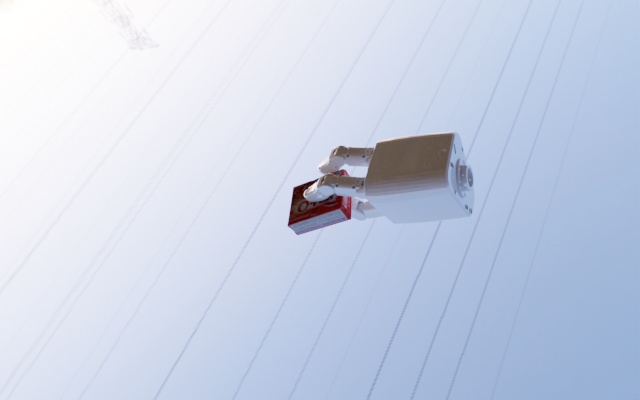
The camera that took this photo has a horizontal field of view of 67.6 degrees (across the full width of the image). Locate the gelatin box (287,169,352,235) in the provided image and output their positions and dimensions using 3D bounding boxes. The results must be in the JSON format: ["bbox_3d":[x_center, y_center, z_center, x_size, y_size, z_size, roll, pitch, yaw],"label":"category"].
[{"bbox_3d":[0.000,0.003,0.670,0.089,0.073,0.030,-19,-46,26],"label":"gelatin box"}]
